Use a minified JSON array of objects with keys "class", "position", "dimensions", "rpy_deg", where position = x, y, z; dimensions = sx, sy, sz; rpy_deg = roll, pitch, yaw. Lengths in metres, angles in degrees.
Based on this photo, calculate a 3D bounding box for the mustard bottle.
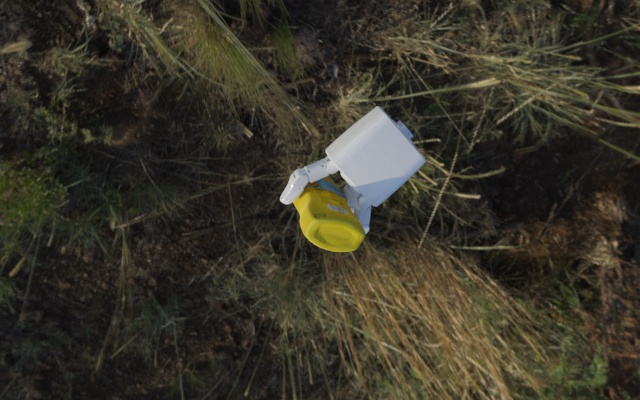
[{"class":"mustard bottle","position":[0.000,0.003,0.769],"dimensions":[0.096,0.058,0.191],"rpy_deg":[16,26,-25]}]
